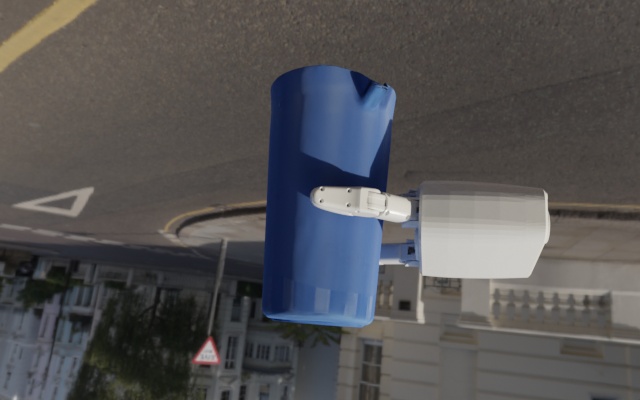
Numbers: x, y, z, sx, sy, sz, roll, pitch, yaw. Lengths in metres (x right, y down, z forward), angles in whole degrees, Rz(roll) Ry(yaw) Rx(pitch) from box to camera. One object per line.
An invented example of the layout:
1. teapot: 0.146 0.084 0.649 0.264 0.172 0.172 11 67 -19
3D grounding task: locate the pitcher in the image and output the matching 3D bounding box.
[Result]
1. pitcher: 0.000 0.002 0.492 0.145 0.242 0.149 2 -14 12
